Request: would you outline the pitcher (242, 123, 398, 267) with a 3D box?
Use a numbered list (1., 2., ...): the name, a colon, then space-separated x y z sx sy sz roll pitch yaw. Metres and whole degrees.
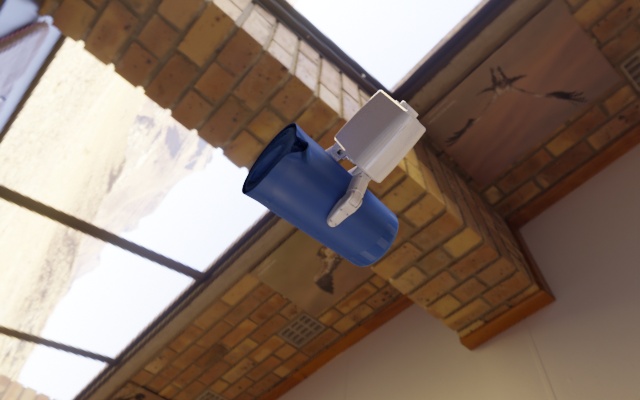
1. pitcher: 0.000 0.002 0.769 0.243 0.145 0.149 38 12 -20
